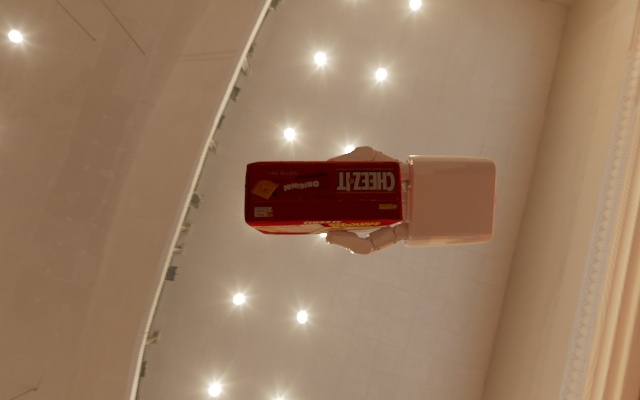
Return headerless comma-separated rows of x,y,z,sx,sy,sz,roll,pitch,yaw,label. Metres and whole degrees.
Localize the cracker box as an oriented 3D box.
0.000,0.002,0.593,0.164,0.072,0.214,-1,-7,-2,cracker box
